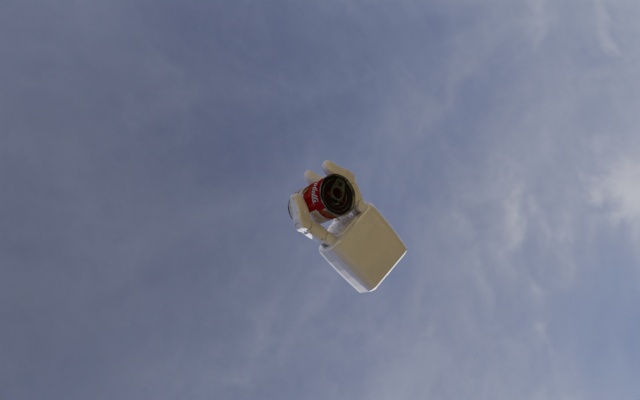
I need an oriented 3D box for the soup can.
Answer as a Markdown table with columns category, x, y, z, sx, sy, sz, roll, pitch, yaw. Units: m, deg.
| category | x | y | z | sx | sy | sz | roll | pitch | yaw |
| --- | --- | --- | --- | --- | --- | --- | --- | --- | --- |
| soup can | 0.000 | 0.002 | 0.781 | 0.068 | 0.068 | 0.102 | 0 | -14 | -35 |
